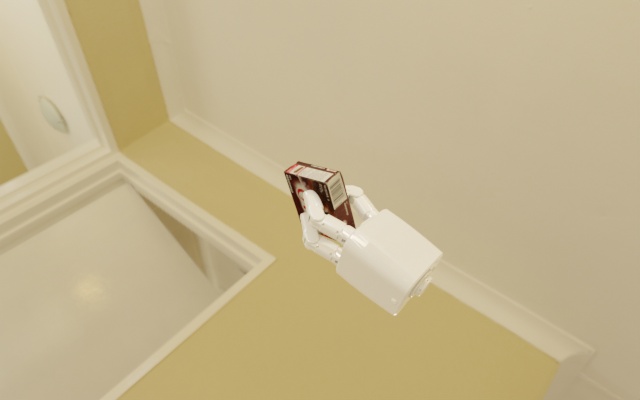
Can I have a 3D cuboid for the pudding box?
[{"bbox_3d":[0.000,0.002,0.720,0.090,0.114,0.039,16,43,40],"label":"pudding box"}]
